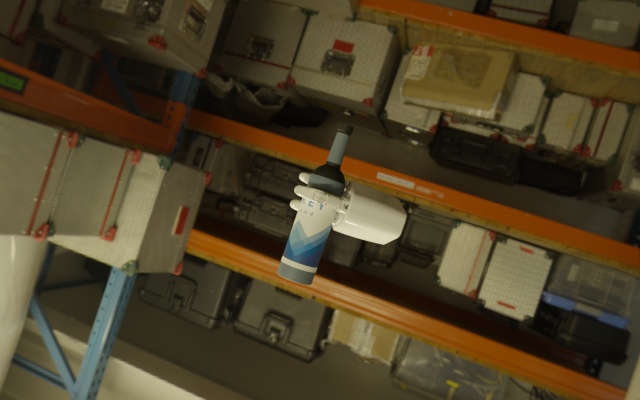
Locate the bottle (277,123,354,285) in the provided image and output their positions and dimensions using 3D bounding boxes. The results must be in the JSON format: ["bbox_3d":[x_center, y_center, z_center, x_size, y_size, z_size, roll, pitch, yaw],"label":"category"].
[{"bbox_3d":[0.000,0.003,0.867,0.069,0.295,0.069,19,0,0],"label":"bottle"}]
